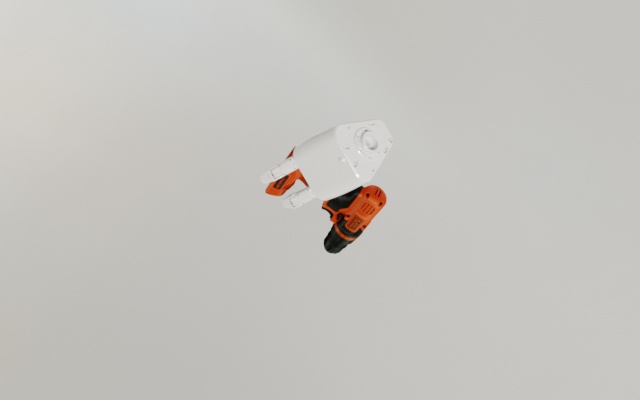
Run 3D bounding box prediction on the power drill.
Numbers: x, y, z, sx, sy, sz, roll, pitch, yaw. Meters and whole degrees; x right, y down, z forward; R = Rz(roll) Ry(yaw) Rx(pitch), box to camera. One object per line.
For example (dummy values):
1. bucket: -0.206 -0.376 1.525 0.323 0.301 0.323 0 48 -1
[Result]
1. power drill: 0.000 0.002 0.846 0.187 0.057 0.184 32 -48 -5
